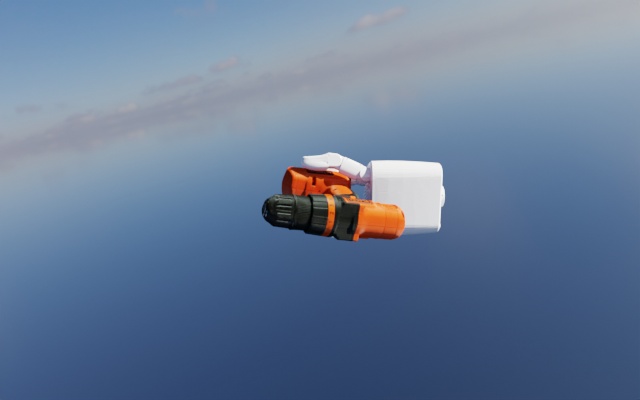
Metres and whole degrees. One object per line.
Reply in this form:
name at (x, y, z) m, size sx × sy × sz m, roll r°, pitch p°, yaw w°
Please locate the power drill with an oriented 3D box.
power drill at (0.000, 0.002, 0.655) m, size 0.184 × 0.057 × 0.187 m, roll 8°, pitch 15°, yaw -18°
